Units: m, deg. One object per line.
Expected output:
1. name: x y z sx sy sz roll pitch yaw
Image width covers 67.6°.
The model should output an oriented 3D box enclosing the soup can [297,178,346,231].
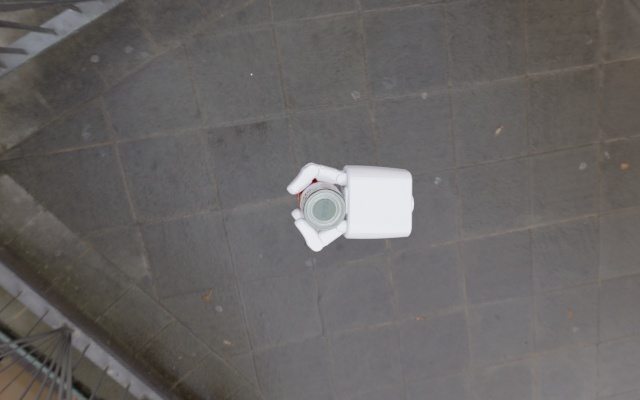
1. soup can: 0.000 0.002 0.764 0.068 0.068 0.102 0 15 -8
